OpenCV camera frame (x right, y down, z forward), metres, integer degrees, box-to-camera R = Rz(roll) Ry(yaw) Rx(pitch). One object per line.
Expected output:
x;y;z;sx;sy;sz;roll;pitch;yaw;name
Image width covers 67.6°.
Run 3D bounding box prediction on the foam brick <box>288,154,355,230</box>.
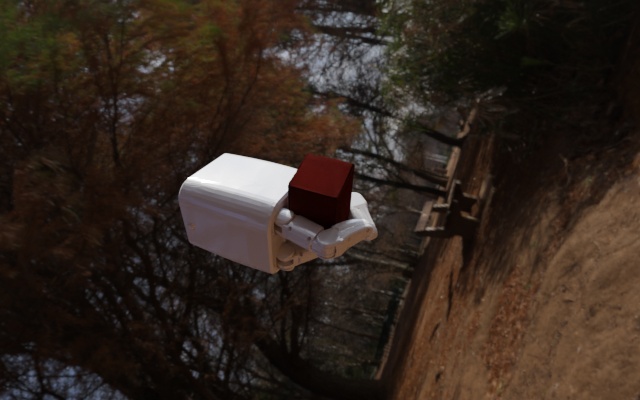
0.000;0.001;0.481;0.051;0.078;0.053;16;47;13;foam brick
